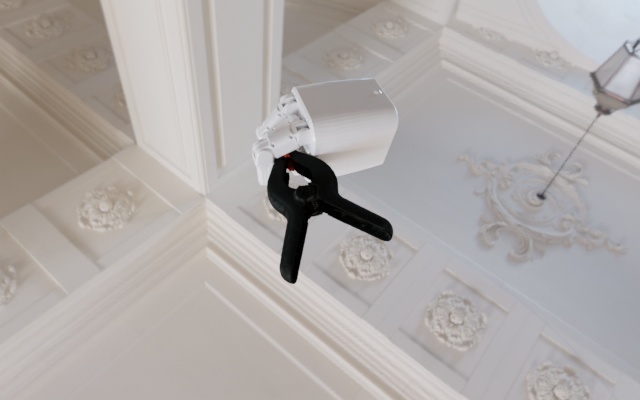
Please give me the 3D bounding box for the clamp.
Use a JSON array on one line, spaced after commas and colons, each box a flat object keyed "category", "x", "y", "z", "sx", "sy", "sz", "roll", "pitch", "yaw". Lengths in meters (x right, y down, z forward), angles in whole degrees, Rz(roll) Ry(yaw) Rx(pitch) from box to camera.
[{"category": "clamp", "x": 0.000, "y": 0.002, "z": 0.516, "sx": 0.120, "sy": 0.171, "sz": 0.039, "roll": -13, "pitch": -37, "yaw": -8}]
